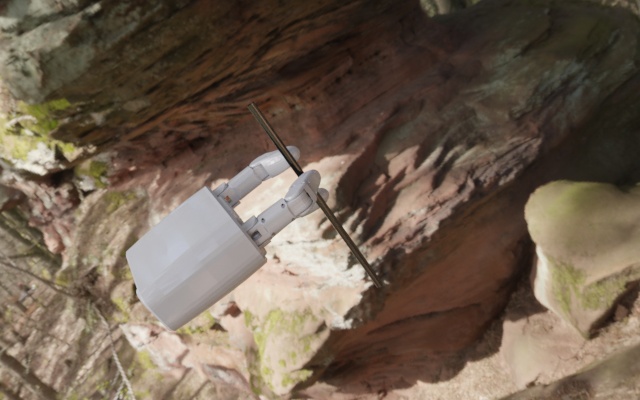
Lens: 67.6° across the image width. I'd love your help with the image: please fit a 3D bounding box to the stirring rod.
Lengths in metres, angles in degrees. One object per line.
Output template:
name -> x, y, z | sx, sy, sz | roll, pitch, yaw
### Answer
stirring rod -> 0.000, 0.002, 0.488 | 0.011, 0.239, 0.011 | -31, 20, 13
